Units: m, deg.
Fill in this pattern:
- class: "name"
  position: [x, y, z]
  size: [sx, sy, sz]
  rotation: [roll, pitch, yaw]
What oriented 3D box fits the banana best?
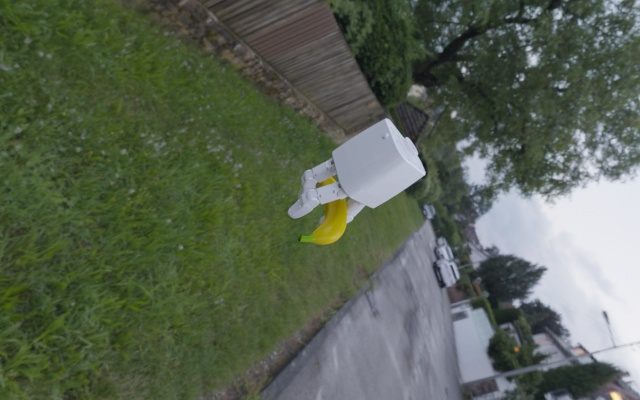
- class: "banana"
  position: [0.014, 0.015, 0.796]
  size: [0.069, 0.037, 0.197]
  rotation: [35, 31, -13]
